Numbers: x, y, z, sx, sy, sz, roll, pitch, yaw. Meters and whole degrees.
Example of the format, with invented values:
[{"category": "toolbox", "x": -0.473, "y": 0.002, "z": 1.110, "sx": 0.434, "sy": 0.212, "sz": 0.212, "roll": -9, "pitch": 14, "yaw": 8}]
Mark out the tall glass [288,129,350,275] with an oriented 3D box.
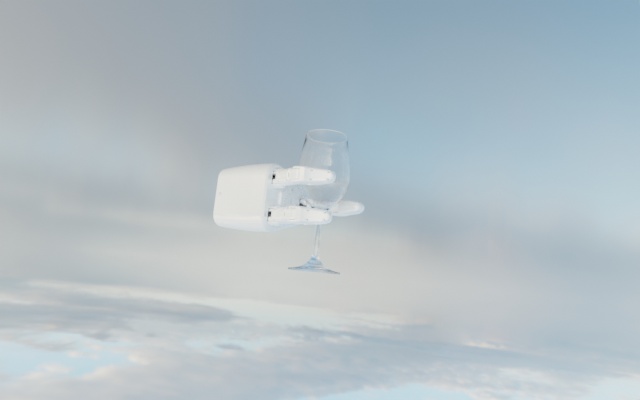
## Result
[{"category": "tall glass", "x": 0.000, "y": 0.003, "z": 0.687, "sx": 0.079, "sy": 0.201, "sz": 0.079, "roll": 6, "pitch": -8, "yaw": 1}]
